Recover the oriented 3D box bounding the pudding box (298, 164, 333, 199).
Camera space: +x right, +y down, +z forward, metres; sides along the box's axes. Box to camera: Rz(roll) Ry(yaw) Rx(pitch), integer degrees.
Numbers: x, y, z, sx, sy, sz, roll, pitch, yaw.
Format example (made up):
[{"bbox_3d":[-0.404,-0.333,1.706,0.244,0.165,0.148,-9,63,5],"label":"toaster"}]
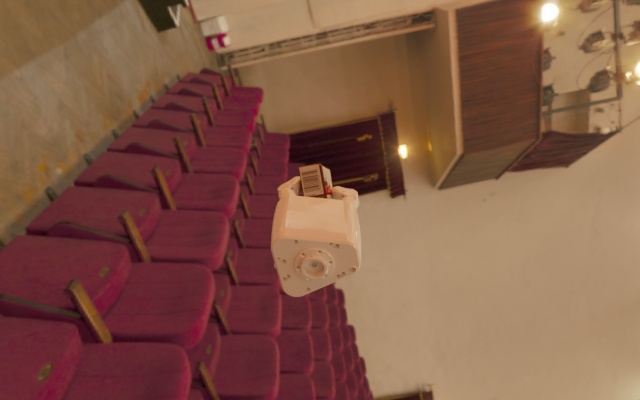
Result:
[{"bbox_3d":[0.000,0.002,0.747,0.039,0.113,0.090,-8,-2,8],"label":"pudding box"}]
